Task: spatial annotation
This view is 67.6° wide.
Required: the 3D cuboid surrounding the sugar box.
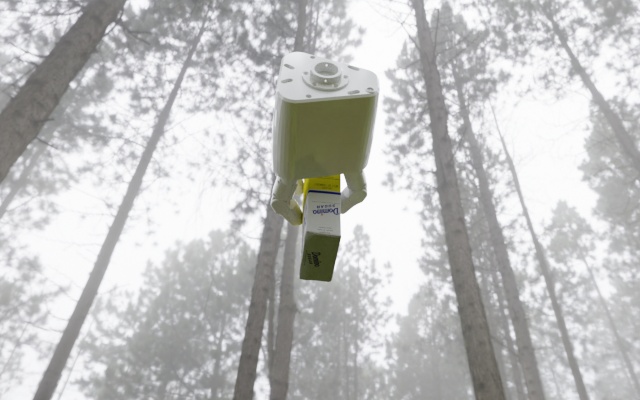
[{"bbox_3d":[0.000,0.002,0.595,0.048,0.176,0.093,7,-43,-2],"label":"sugar box"}]
